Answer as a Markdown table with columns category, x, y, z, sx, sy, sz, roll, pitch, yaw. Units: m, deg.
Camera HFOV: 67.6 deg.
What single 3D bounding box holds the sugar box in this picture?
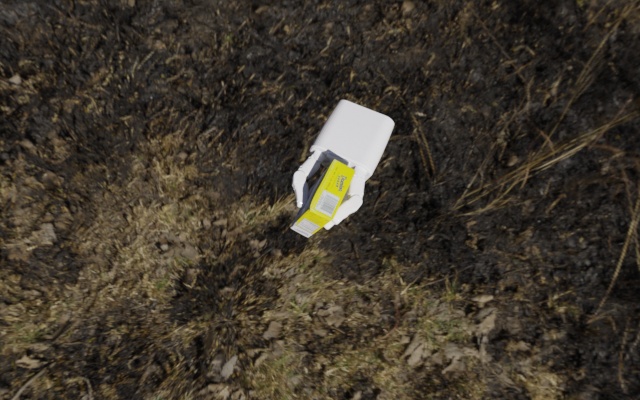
| category | x | y | z | sx | sy | sz | roll | pitch | yaw |
| --- | --- | --- | --- | --- | --- | --- | --- | --- | --- |
| sugar box | 0.001 | 0.003 | 0.806 | 0.048 | 0.093 | 0.176 | 28 | -17 | -3 |
